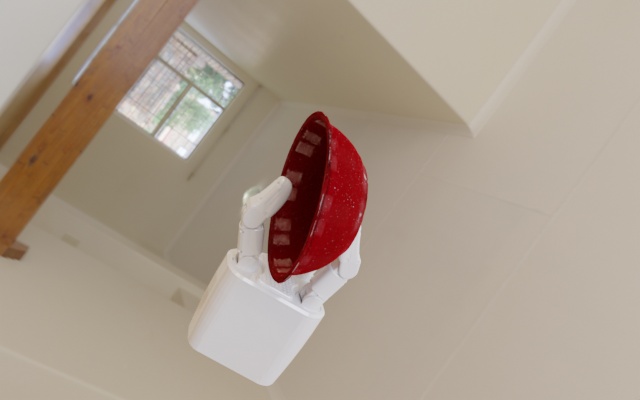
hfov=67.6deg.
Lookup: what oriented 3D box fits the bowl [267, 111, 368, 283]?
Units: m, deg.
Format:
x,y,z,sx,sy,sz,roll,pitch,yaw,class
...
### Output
x,y,z,sx,sy,sz,roll,pitch,yaw,class
0.001,0.001,0.448,0.055,0.162,0.162,14,-4,-17,bowl
